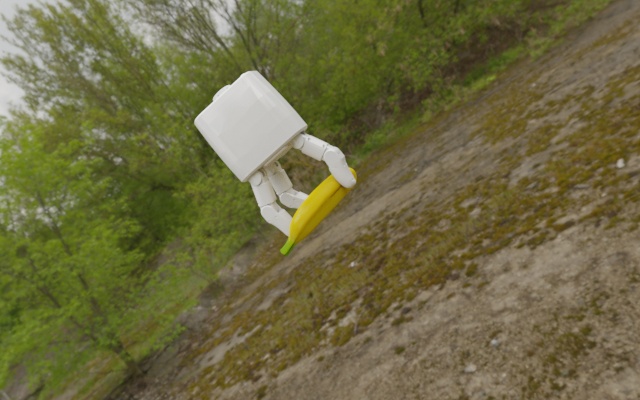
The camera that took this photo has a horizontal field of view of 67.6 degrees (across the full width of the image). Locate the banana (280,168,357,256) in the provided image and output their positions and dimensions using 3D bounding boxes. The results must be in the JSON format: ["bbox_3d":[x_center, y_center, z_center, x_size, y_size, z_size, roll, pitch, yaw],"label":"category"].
[{"bbox_3d":[0.007,-0.005,0.667,0.197,0.037,0.070,-46,2,-42],"label":"banana"}]
